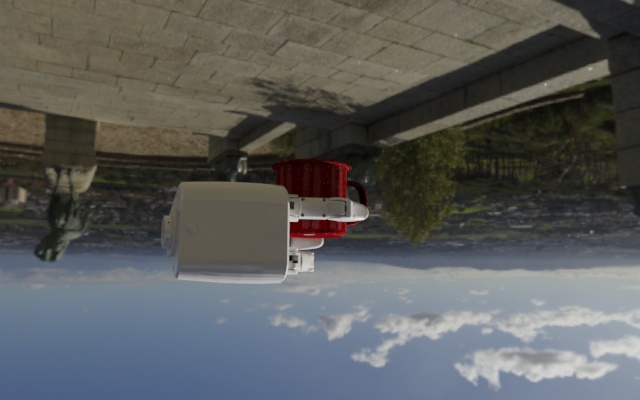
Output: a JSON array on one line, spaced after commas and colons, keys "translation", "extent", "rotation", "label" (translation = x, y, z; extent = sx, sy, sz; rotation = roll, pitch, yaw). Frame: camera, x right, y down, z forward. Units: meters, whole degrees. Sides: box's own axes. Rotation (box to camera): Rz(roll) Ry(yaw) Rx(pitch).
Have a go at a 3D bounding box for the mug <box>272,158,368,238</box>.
[{"translation": [0.001, 0.002, 0.557], "extent": [0.117, 0.081, 0.093], "rotation": [4, -8, -22], "label": "mug"}]
